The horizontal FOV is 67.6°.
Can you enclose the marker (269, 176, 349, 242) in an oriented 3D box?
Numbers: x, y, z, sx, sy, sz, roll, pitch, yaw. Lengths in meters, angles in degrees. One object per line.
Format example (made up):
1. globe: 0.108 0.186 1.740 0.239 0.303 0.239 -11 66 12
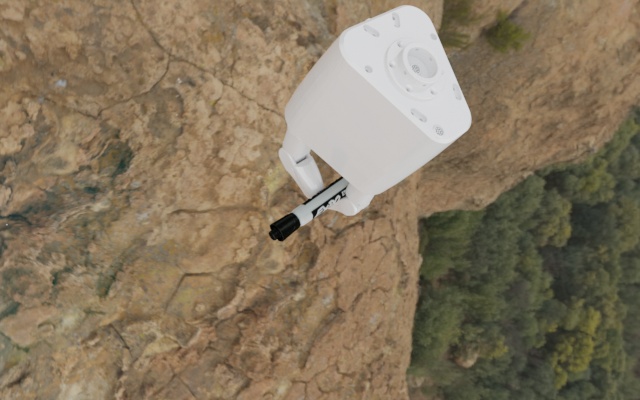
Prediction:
1. marker: 0.000 0.002 0.449 0.121 0.020 0.020 -35 19 -30
